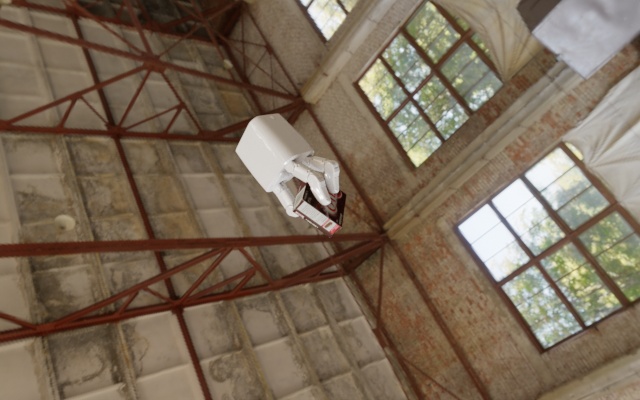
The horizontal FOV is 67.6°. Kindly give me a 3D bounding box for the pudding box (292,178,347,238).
[{"bbox_3d":[0.000,0.003,0.878,0.090,0.039,0.113,35,33,-15],"label":"pudding box"}]
